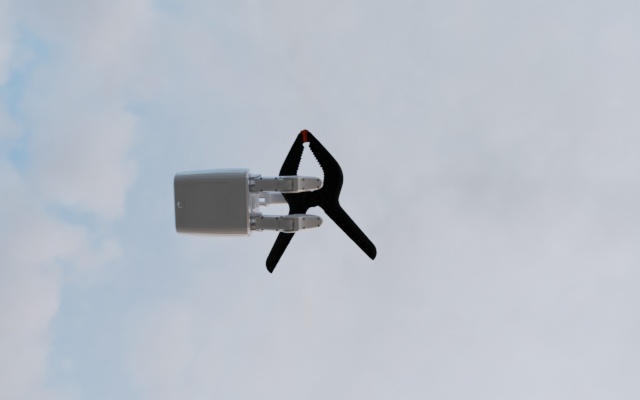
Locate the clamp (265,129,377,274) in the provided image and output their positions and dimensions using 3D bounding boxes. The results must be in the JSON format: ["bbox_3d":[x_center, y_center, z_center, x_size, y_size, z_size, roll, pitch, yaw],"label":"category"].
[{"bbox_3d":[0.000,0.002,0.697,0.164,0.210,0.036,-1,6,-1],"label":"clamp"}]
